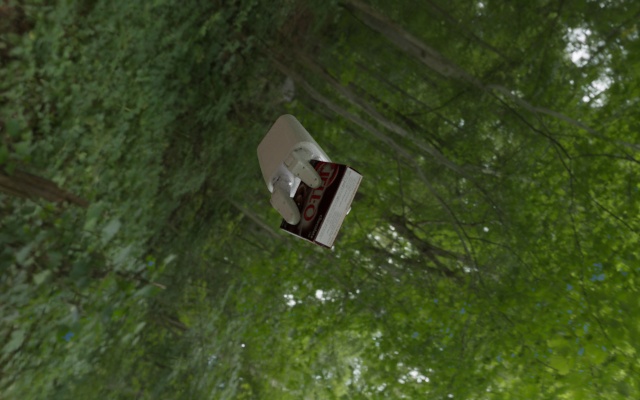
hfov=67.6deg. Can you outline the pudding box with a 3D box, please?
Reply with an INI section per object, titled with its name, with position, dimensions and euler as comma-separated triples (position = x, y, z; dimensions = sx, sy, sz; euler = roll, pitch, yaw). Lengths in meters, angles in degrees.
[pudding box]
position = 0.000, 0.002, 0.658
dimensions = 0.039, 0.113, 0.090
euler = 25, -5, -34
